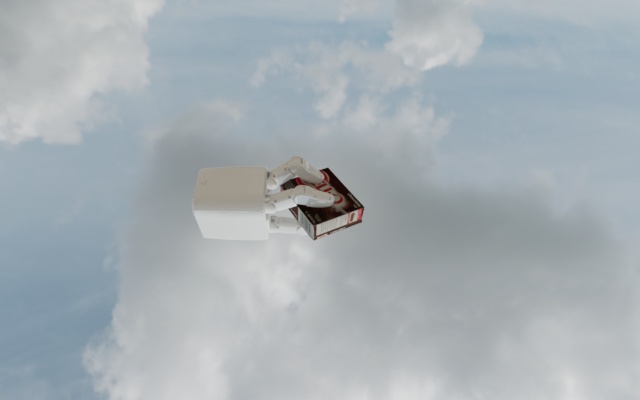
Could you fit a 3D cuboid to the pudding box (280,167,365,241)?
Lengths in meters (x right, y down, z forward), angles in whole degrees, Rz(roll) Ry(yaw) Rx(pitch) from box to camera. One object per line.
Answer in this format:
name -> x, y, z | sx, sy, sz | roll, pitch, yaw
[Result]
pudding box -> 0.000, 0.003, 0.742 | 0.090, 0.039, 0.113 | -20, 49, -23
